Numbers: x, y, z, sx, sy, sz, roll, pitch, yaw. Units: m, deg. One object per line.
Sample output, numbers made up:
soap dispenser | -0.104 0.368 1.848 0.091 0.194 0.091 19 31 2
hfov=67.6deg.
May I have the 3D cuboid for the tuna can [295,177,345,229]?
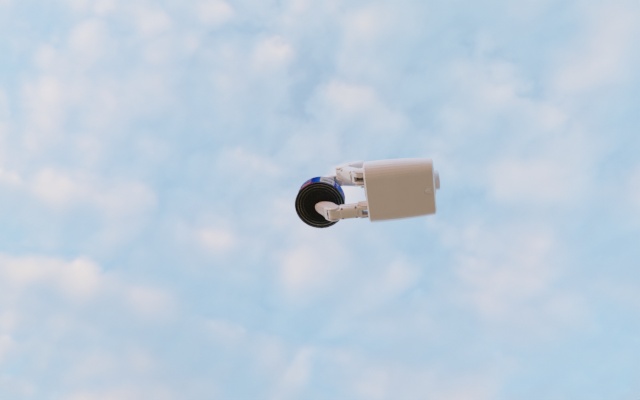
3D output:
tuna can | 0.000 0.002 0.823 0.086 0.086 0.033 0 23 5
